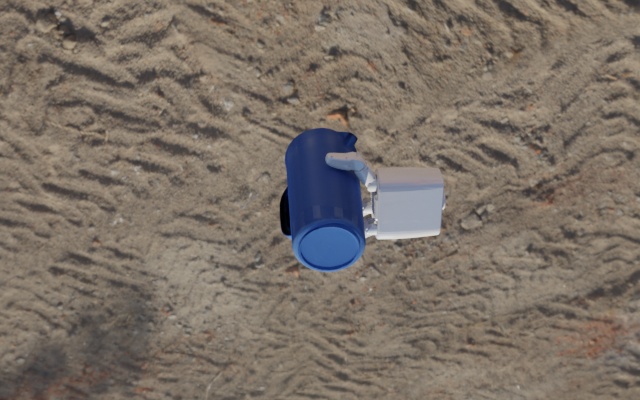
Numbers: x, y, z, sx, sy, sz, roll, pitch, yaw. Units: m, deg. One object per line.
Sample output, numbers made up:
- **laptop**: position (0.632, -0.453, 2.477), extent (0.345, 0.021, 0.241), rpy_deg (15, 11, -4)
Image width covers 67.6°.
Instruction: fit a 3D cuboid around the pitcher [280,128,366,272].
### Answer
- **pitcher**: position (0.000, 0.003, 0.786), extent (0.145, 0.149, 0.242), rpy_deg (-2, 38, -2)
